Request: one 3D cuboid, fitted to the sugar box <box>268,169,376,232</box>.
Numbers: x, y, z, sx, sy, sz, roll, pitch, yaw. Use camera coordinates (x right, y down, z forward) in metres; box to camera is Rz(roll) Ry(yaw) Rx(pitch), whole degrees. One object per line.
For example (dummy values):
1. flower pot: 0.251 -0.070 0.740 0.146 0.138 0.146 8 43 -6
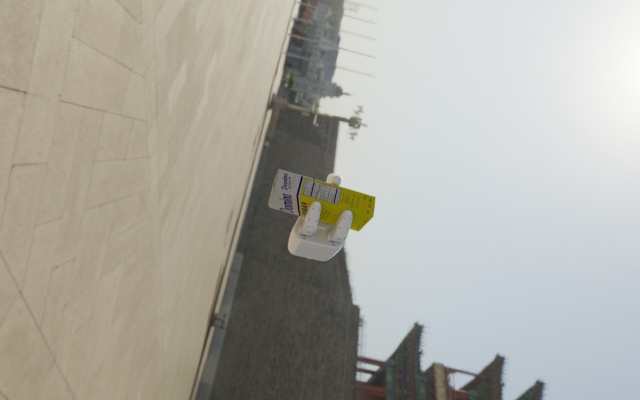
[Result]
1. sugar box: 0.000 0.003 0.838 0.176 0.048 0.093 13 -23 -7
